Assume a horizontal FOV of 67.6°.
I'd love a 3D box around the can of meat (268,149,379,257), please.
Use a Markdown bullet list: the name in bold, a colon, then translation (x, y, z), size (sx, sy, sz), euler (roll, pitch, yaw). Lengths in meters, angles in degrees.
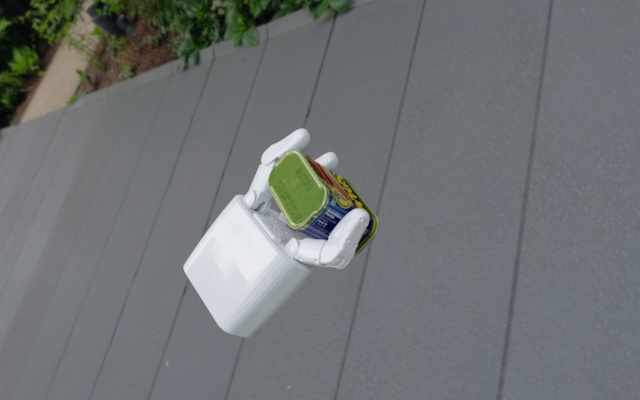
- **can of meat**: translation (0.000, 0.002, 0.494), size (0.084, 0.057, 0.102), euler (30, 18, -42)
